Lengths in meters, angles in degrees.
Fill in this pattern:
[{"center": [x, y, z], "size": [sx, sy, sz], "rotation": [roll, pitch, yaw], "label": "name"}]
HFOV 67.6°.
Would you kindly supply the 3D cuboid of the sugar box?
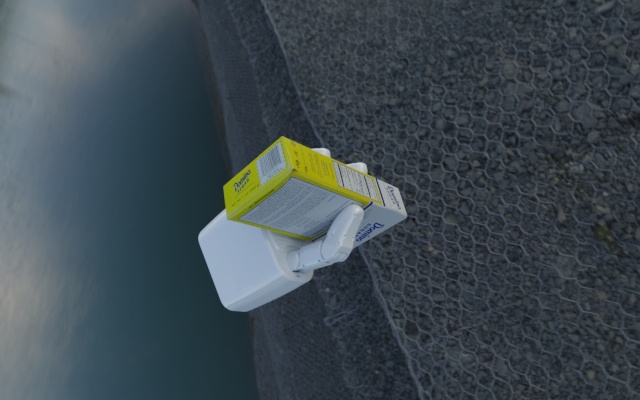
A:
[{"center": [0.000, 0.001, 0.492], "size": [0.093, 0.048, 0.176], "rotation": [-34, -34, 32], "label": "sugar box"}]
